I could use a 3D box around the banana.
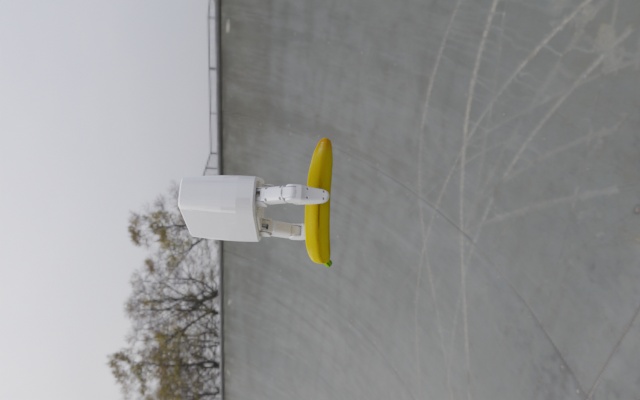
[{"bbox_3d":[-0.002,0.008,0.695,0.037,0.198,0.069,2,9,6],"label":"banana"}]
